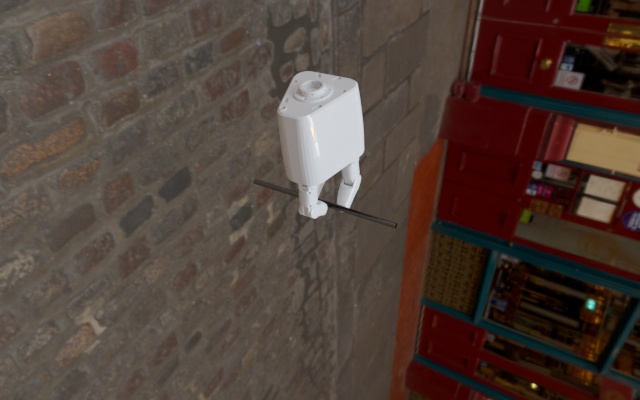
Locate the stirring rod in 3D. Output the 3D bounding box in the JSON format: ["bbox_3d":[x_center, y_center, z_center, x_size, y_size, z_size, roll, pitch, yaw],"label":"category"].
[{"bbox_3d":[0.000,0.002,0.709,0.239,0.011,0.011,17,7,25],"label":"stirring rod"}]
